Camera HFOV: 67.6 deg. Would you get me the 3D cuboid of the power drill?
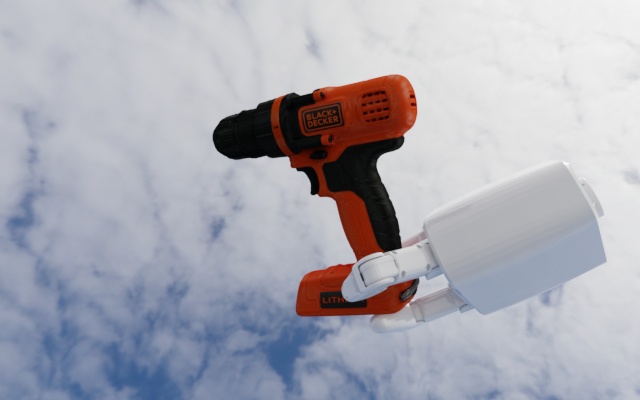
[{"bbox_3d":[0.000,0.002,0.403,0.184,0.188,0.057,-7,9,27],"label":"power drill"}]
